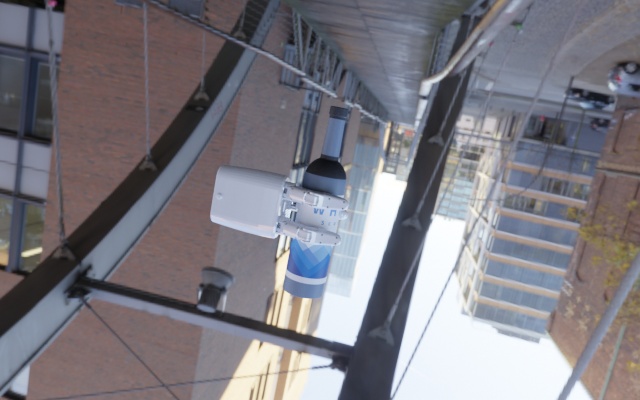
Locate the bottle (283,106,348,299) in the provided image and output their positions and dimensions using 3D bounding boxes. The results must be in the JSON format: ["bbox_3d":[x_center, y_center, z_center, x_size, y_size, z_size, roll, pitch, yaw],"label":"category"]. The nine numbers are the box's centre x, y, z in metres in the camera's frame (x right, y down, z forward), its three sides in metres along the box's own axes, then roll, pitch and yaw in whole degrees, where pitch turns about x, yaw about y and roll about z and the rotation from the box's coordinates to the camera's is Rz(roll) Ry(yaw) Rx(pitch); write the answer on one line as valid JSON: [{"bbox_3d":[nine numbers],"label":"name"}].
[{"bbox_3d":[0.000,0.003,0.742,0.069,0.296,0.069,11,9,-2],"label":"bottle"}]
